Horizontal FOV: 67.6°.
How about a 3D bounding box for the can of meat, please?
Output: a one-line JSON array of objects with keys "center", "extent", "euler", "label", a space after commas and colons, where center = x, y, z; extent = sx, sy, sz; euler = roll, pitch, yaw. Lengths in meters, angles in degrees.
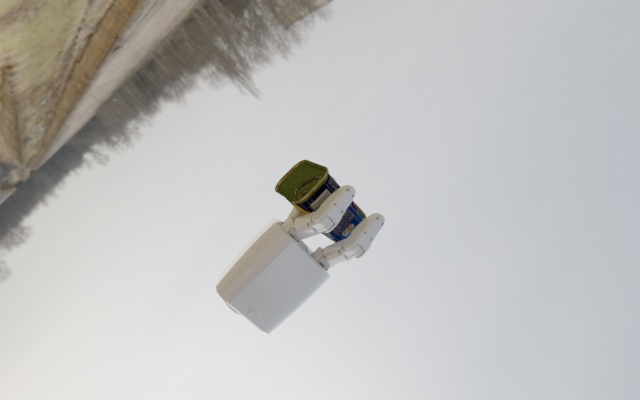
[{"center": [0.000, 0.002, 0.596], "extent": [0.084, 0.057, 0.102], "euler": [47, -8, -24], "label": "can of meat"}]
